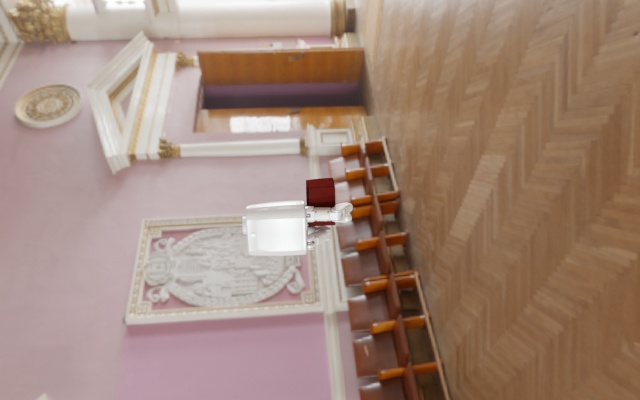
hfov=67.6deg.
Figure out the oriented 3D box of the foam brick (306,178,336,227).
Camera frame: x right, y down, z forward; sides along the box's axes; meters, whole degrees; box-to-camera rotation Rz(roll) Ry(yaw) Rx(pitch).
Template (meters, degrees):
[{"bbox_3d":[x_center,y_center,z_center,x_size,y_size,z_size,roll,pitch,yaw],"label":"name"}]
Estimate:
[{"bbox_3d":[0.000,0.003,0.880,0.051,0.078,0.053,-2,19,-3],"label":"foam brick"}]
